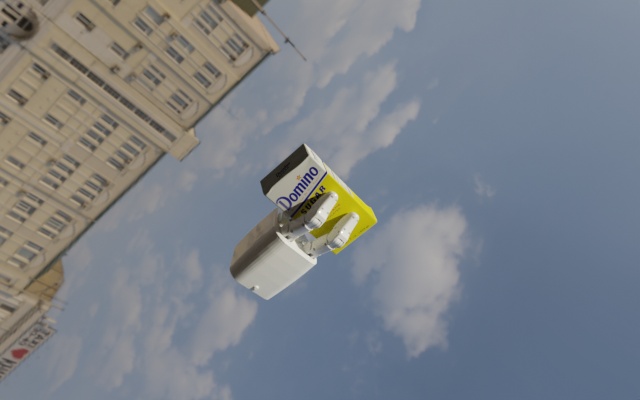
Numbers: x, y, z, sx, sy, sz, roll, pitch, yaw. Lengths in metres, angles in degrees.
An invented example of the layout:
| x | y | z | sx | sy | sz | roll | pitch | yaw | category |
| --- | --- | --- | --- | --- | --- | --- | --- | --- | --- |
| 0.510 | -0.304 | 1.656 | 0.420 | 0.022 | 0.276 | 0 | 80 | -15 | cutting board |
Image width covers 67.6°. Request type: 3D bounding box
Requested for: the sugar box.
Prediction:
| x | y | z | sx | sy | sz | roll | pitch | yaw | category |
| --- | --- | --- | --- | --- | --- | --- | --- | --- | --- |
| 0.000 | 0.003 | 0.742 | 0.176 | 0.093 | 0.048 | 41 | 15 | -35 | sugar box |
